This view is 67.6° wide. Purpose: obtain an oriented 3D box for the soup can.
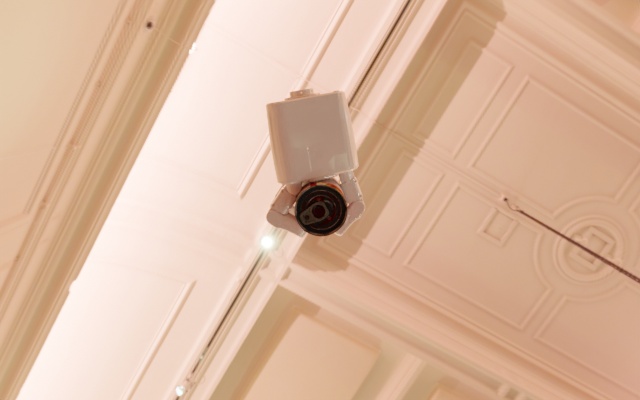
[{"bbox_3d":[0.000,0.003,0.654,0.068,0.068,0.102,0,13,-1],"label":"soup can"}]
